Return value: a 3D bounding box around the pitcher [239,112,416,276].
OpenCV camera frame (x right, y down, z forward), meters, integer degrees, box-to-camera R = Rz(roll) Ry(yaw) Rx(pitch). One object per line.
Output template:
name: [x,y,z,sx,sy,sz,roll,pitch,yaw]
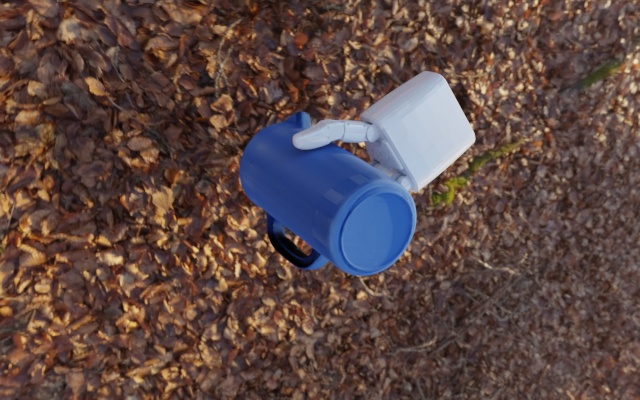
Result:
pitcher: [0.000,0.002,0.583,0.145,0.149,0.242,-36,33,-12]
